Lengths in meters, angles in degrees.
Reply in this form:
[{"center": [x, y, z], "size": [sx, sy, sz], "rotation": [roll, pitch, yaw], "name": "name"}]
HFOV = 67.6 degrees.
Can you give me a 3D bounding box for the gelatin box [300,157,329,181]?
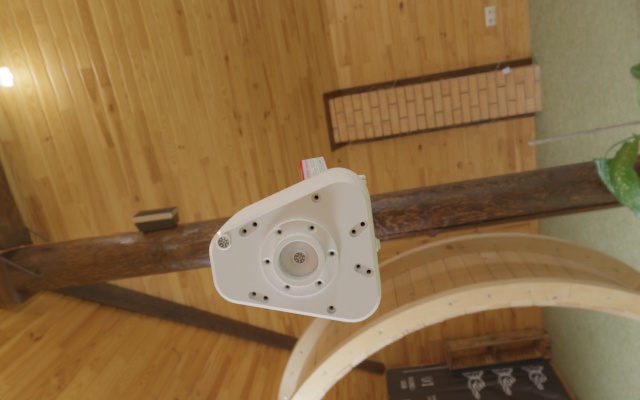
[{"center": [0.000, 0.002, 0.482], "size": [0.030, 0.073, 0.089], "rotation": [-10, 18, -2], "name": "gelatin box"}]
